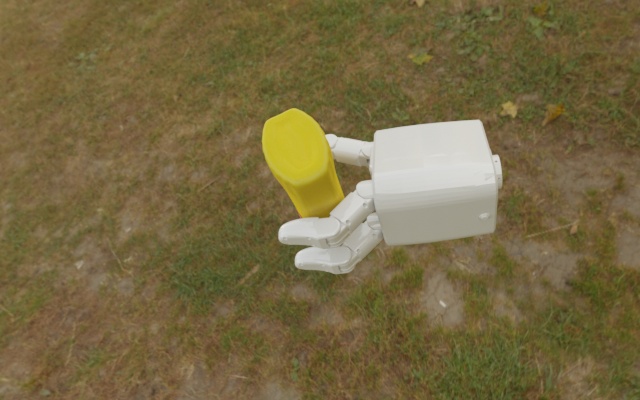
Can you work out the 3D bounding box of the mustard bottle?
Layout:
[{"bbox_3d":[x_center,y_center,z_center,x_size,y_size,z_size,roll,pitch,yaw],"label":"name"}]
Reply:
[{"bbox_3d":[0.000,0.002,0.496,0.058,0.096,0.192,-27,-38,-2],"label":"mustard bottle"}]
